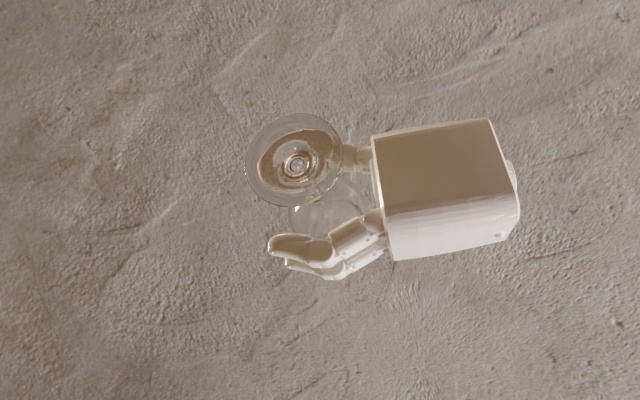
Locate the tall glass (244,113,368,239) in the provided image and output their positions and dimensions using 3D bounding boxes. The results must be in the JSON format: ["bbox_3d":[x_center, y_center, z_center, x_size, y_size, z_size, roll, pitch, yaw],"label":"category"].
[{"bbox_3d":[0.000,0.001,0.436,0.079,0.079,0.201,0,-19,12],"label":"tall glass"}]
